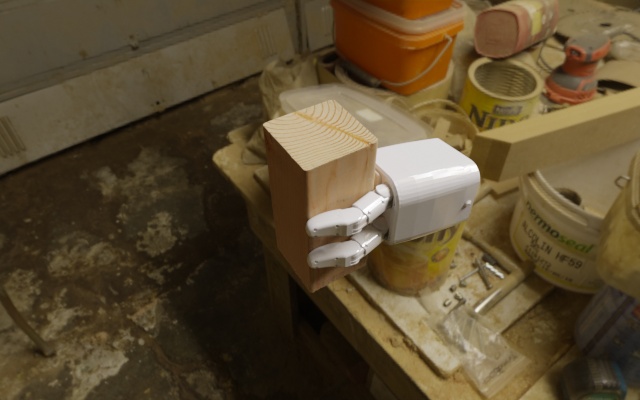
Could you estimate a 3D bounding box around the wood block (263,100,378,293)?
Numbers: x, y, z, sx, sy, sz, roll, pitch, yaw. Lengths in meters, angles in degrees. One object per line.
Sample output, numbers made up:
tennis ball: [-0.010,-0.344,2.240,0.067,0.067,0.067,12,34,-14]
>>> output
wood block: [0.000,0.001,0.561,0.090,0.206,0.090,-24,50,-21]
